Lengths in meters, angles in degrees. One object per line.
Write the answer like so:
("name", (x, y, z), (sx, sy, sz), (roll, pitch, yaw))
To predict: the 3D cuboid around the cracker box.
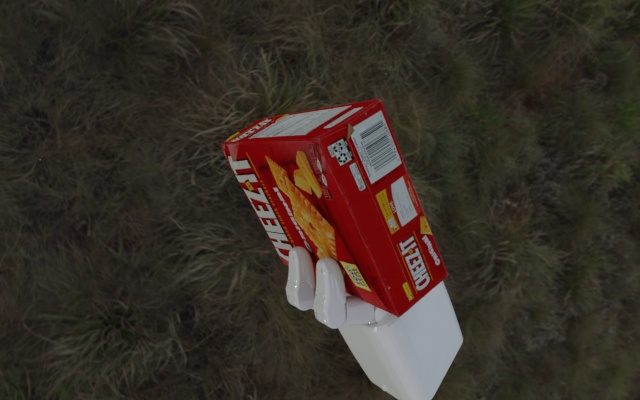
("cracker box", (0.000, 0.001, 0.455), (0.072, 0.164, 0.213), (-34, 20, -24))
